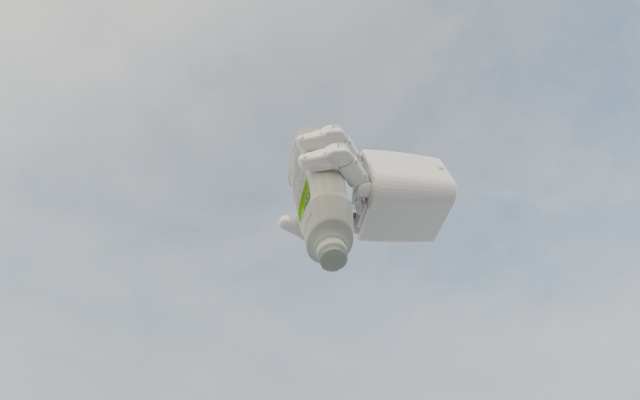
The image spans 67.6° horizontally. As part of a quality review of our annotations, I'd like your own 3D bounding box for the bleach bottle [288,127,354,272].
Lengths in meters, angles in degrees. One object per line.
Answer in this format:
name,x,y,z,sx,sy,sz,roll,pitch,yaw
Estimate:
bleach bottle,0.000,0.002,0.581,0.068,0.103,0.250,4,31,-8
